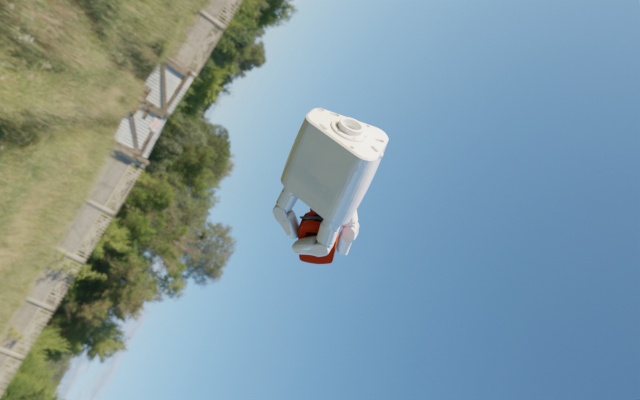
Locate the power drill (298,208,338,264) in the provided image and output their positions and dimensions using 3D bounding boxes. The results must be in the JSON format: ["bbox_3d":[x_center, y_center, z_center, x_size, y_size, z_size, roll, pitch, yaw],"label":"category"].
[{"bbox_3d":[0.000,0.003,0.756,0.057,0.187,0.185,3,-37,1],"label":"power drill"}]
